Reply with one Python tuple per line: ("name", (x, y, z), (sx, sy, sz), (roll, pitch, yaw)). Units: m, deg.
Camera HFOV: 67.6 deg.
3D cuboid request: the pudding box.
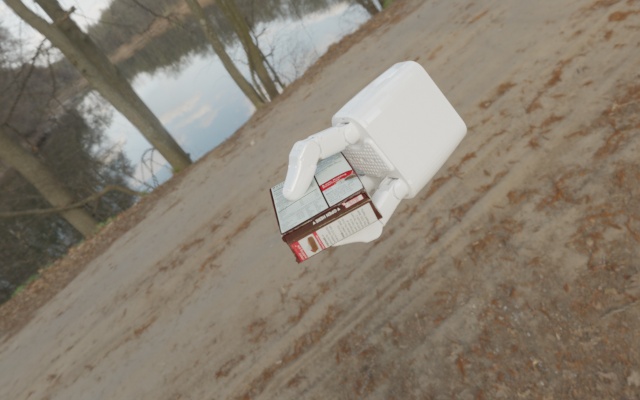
("pudding box", (0.000, 0.001, 0.471), (0.090, 0.039, 0.113), (-30, 25, 3))
